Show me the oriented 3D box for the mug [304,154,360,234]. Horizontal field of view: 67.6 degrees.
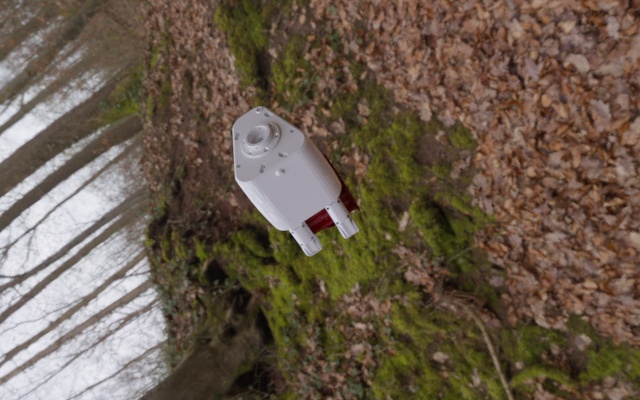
[{"bbox_3d":[0.000,0.003,0.668,0.081,0.093,0.117,-32,-38,2],"label":"mug"}]
